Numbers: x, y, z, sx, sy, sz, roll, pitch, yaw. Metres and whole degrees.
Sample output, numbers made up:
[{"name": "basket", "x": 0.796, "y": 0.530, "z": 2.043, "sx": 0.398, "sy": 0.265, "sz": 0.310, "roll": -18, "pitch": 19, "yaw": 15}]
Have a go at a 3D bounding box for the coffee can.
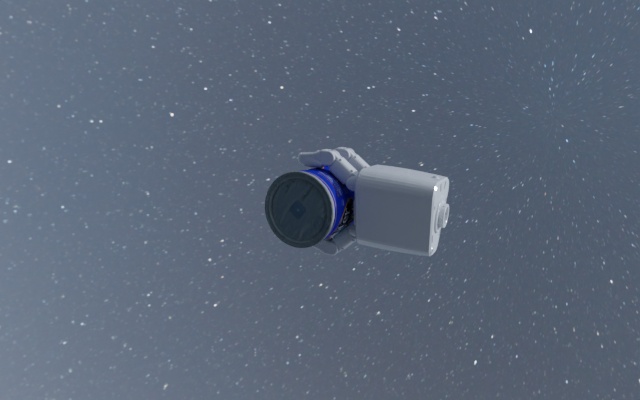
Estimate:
[{"name": "coffee can", "x": 0.000, "y": 0.002, "z": 0.689, "sx": 0.103, "sy": 0.103, "sz": 0.140, "roll": 0, "pitch": 9, "yaw": 26}]
